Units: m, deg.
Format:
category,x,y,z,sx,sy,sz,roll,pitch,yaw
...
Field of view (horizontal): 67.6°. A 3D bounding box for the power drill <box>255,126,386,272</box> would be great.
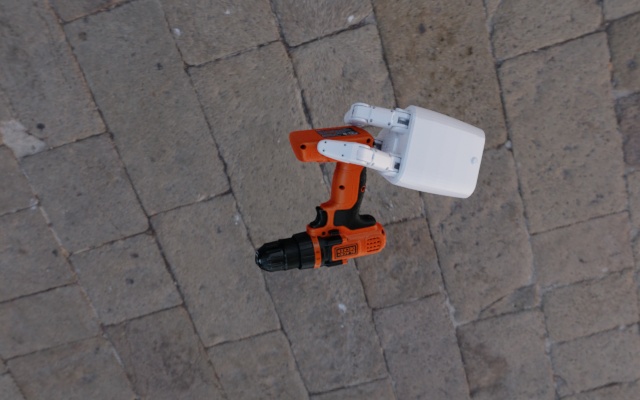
category,x,y,z,sx,sy,sz,roll,pitch,yaw
power drill,0.000,0.002,0.626,0.184,0.188,0.057,-10,27,-19
